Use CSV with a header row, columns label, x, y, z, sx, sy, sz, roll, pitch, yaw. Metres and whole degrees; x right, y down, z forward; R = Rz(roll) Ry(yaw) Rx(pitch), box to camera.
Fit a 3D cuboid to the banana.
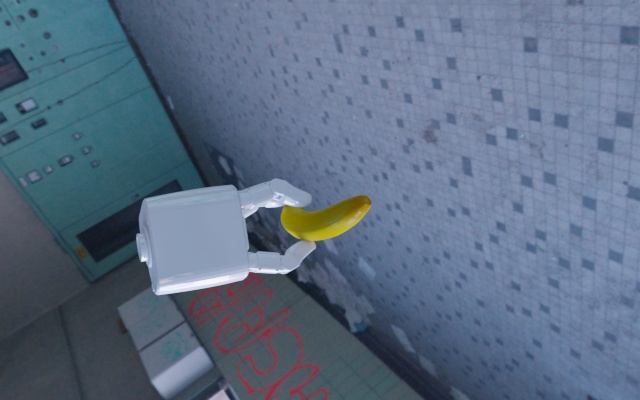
label,x,y,z,sx,sy,sz,roll,pitch,yaw
banana,-0.007,0.020,0.617,0.037,0.069,0.198,19,-5,-30
